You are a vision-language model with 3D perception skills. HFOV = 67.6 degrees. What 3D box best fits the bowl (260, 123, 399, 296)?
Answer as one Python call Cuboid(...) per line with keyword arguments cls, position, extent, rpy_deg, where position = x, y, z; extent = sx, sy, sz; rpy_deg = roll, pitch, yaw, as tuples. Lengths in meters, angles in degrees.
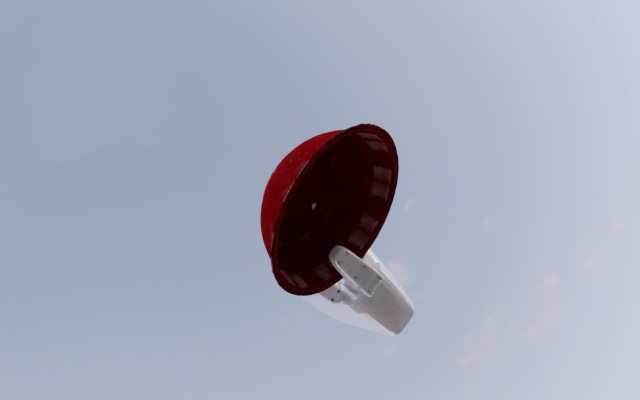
Cuboid(cls="bowl", position=(-0.001, 0.000, 0.424), extent=(0.055, 0.162, 0.162), rpy_deg=(30, 18, 34))
